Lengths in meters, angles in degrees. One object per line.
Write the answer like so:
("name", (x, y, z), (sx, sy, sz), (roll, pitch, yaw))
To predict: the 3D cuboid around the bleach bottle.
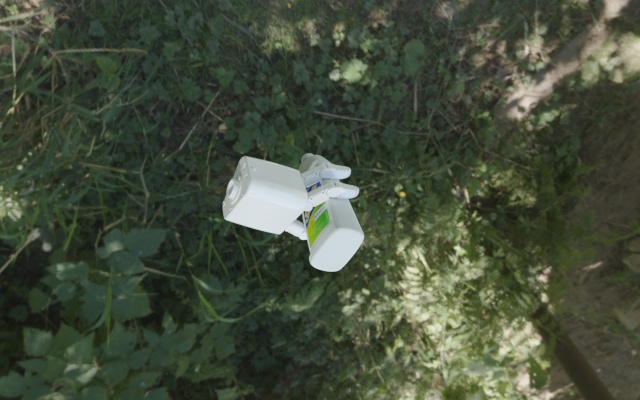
("bleach bottle", (0.000, 0.003, 0.869), (0.068, 0.103, 0.250), (18, 32, -30))
